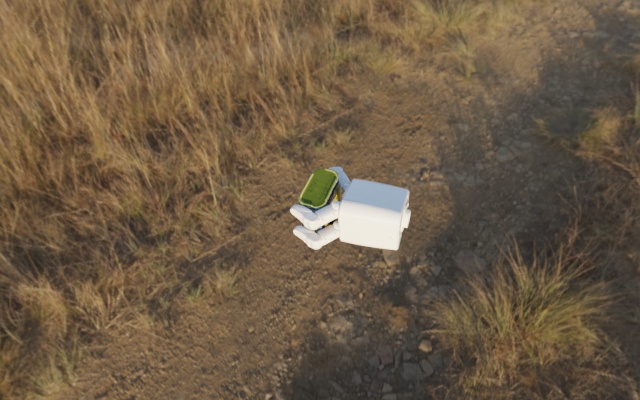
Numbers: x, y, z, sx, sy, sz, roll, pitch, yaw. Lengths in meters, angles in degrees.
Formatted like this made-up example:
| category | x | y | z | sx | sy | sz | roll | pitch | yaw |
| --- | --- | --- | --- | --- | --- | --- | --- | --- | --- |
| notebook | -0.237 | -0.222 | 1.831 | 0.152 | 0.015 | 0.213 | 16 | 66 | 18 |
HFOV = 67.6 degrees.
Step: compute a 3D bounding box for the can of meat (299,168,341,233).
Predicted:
| category | x | y | z | sx | sy | sz | roll | pitch | yaw |
| --- | --- | --- | --- | --- | --- | --- | --- | --- | --- |
| can of meat | 0.000 | 0.003 | 0.881 | 0.057 | 0.102 | 0.084 | 13 | -39 | 16 |
